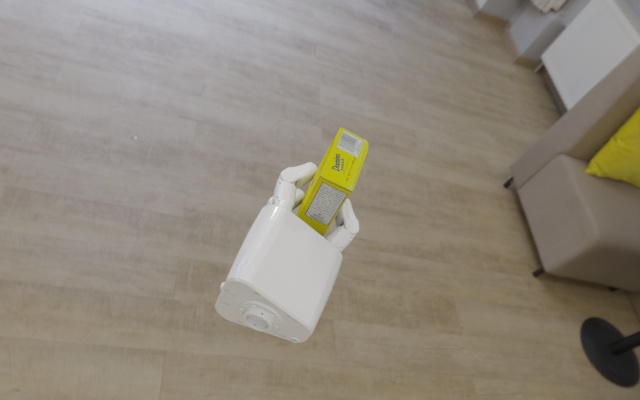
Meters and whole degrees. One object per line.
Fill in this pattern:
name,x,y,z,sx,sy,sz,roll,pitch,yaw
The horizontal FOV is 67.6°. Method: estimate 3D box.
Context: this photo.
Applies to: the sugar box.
sugar box,0.000,0.002,0.605,0.048,0.093,0.176,27,-43,-5
